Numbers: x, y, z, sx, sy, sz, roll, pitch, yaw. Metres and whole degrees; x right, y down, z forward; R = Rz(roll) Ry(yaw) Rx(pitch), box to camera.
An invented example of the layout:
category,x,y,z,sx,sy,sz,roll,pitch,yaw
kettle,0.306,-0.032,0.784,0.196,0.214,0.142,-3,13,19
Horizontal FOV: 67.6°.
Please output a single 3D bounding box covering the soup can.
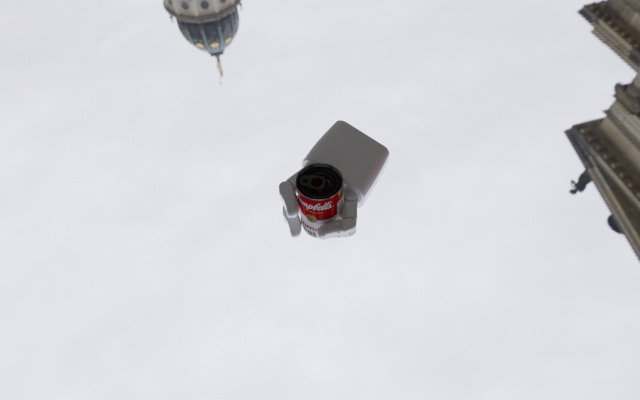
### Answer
category,x,y,z,sx,sy,sz,roll,pitch,yaw
soup can,0.000,0.003,0.718,0.068,0.068,0.102,0,-37,3
